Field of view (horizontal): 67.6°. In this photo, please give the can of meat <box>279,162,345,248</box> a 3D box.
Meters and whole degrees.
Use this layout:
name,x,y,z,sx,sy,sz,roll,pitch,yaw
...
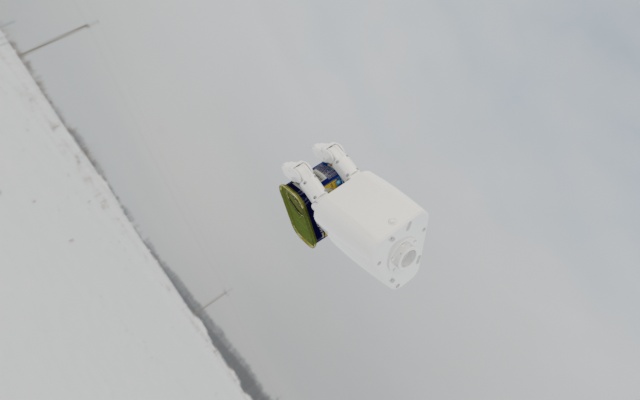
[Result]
name,x,y,z,sx,sy,sz,roll,pitch,yaw
can of meat,0.000,0.002,0.666,0.084,0.102,0.057,-33,42,-19
